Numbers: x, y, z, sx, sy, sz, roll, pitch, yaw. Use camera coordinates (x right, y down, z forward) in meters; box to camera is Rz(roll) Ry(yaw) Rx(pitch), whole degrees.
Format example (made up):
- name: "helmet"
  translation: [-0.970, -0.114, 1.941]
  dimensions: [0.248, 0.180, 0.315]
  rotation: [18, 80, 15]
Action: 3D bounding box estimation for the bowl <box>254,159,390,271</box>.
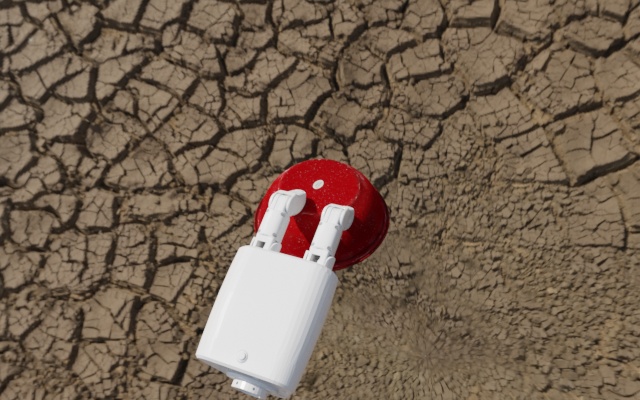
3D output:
- name: "bowl"
  translation: [0.000, 0.001, 0.552]
  dimensions: [0.162, 0.162, 0.055]
  rotation: [0, -44, 4]
